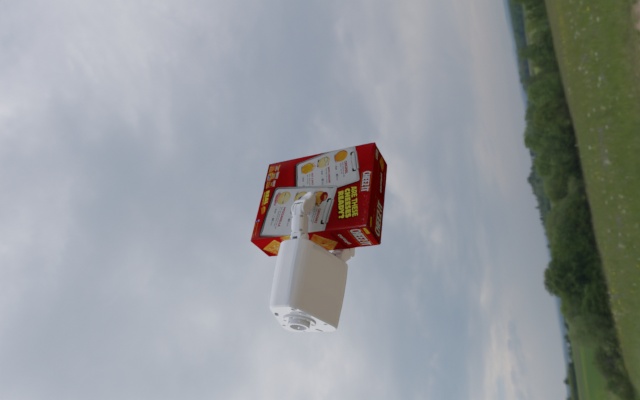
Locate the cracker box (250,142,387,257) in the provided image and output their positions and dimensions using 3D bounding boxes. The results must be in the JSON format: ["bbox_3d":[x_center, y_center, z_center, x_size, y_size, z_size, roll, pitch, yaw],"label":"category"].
[{"bbox_3d":[0.000,0.003,0.812,0.214,0.164,0.072,-9,-36,27],"label":"cracker box"}]
